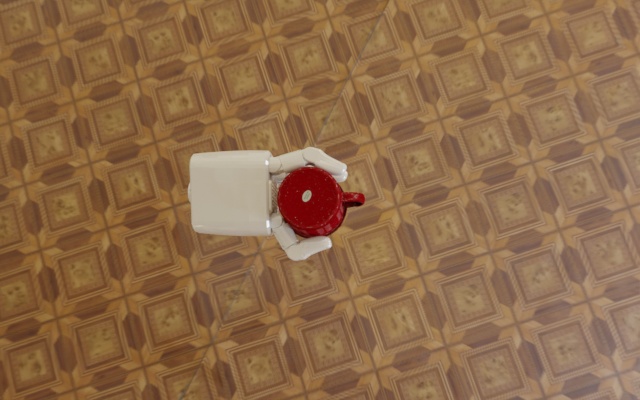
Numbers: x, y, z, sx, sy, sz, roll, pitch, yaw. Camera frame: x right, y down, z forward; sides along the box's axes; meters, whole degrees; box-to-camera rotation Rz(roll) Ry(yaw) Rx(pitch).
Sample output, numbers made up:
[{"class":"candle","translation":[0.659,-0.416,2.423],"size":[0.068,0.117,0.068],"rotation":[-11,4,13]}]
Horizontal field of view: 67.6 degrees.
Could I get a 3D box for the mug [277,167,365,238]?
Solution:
[{"class":"mug","translation":[0.002,0.002,0.629],"size":[0.117,0.093,0.081],"rotation":[-1,-8,4]}]
